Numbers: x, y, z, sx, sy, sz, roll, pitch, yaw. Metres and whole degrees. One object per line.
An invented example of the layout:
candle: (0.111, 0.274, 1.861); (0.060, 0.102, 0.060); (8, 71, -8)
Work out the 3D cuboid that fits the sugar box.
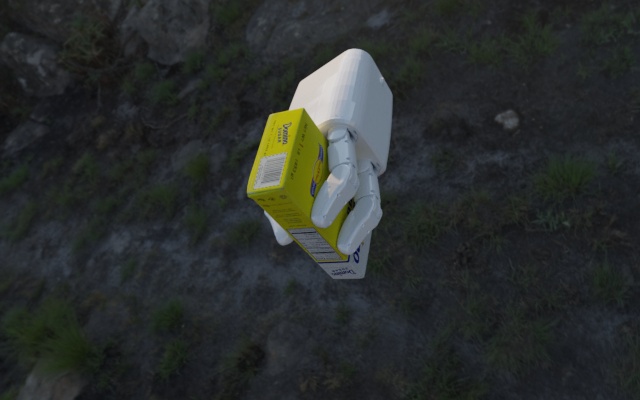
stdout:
sugar box: (0.001, 0.001, 0.480); (0.048, 0.093, 0.176); (-7, -35, 31)
